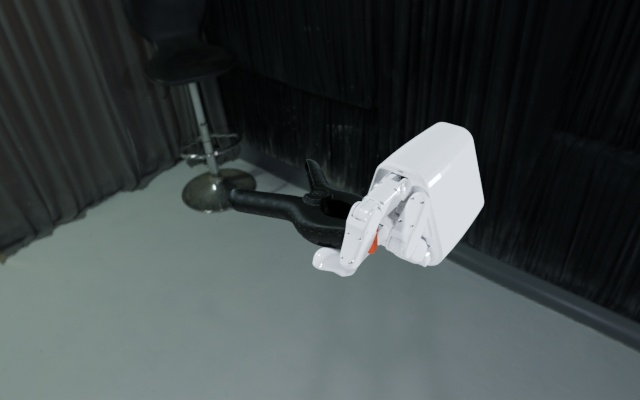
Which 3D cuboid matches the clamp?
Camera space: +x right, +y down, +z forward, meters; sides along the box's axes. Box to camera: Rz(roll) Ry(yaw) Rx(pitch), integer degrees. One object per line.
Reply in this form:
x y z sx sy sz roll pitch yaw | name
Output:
0.000 0.001 0.502 0.171 0.039 0.120 24 46 33 | clamp
